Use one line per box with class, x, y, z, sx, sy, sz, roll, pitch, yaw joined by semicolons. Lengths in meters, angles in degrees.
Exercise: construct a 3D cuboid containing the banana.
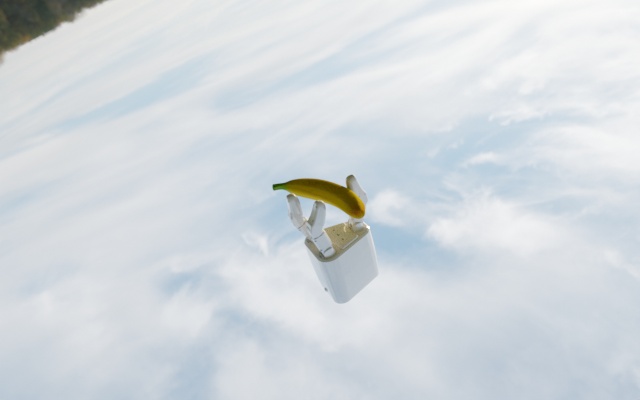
banana;0.010;-0.006;0.801;0.198;0.037;0.069;15;36;39
